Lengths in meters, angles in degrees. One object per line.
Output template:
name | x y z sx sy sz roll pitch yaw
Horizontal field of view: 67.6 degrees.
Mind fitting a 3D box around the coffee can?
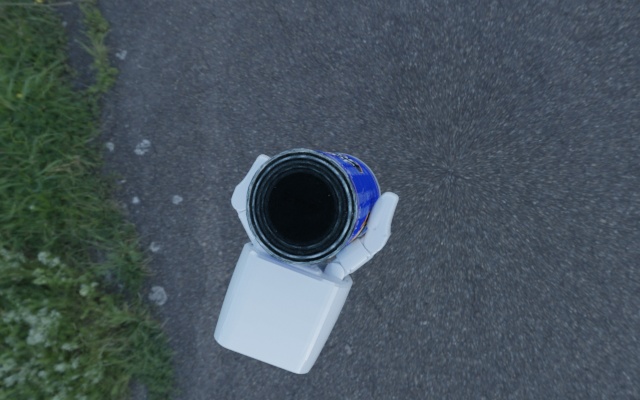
coffee can | 0.000 0.001 0.480 0.103 0.103 0.140 0 4 15
